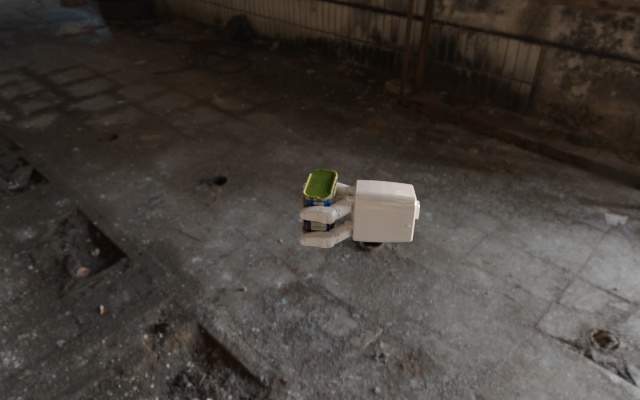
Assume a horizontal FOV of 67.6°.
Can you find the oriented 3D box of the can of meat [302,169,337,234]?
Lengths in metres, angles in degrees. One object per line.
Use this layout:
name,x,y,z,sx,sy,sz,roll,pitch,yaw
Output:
can of meat,0.000,0.002,0.861,0.057,0.084,0.102,6,35,8
